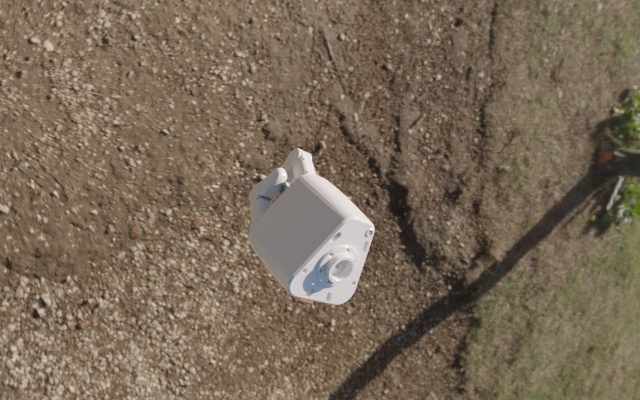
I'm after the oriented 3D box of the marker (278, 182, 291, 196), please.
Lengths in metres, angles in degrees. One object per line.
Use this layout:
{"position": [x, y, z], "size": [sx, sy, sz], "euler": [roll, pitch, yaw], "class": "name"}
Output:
{"position": [0.000, 0.002, 0.601], "size": [0.121, 0.020, 0.020], "euler": [19, -12, -37], "class": "marker"}
